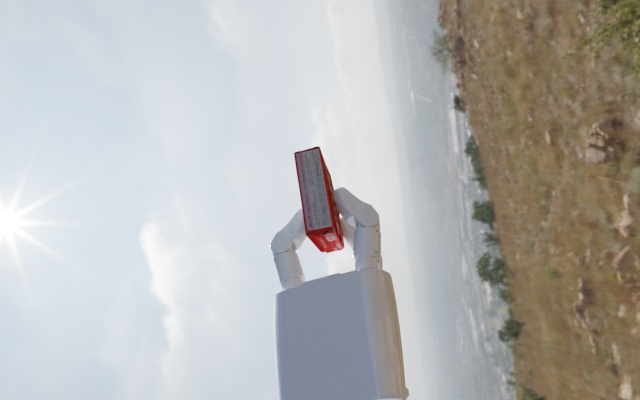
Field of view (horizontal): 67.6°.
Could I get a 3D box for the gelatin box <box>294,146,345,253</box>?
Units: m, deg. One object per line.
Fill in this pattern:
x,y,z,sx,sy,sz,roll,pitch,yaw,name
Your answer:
0.000,0.001,0.481,0.030,0.089,0.073,-13,-21,6,gelatin box
